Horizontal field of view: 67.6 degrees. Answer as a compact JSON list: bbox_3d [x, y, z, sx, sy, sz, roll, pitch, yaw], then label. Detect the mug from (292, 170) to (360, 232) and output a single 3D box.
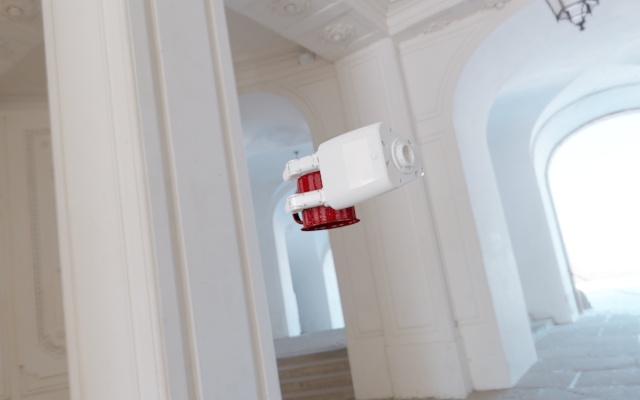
[{"bbox_3d":[-0.001,0.003,0.746,0.117,0.081,0.093,-17,-12,40],"label":"mug"}]
